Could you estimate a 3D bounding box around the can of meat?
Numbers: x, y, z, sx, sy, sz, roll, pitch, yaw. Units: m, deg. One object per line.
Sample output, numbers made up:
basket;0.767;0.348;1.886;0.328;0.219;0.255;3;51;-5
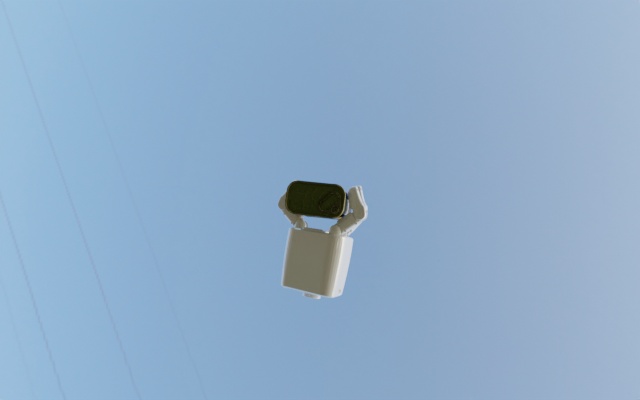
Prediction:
can of meat;0.000;0.003;0.830;0.102;0.057;0.084;6;-6;14
